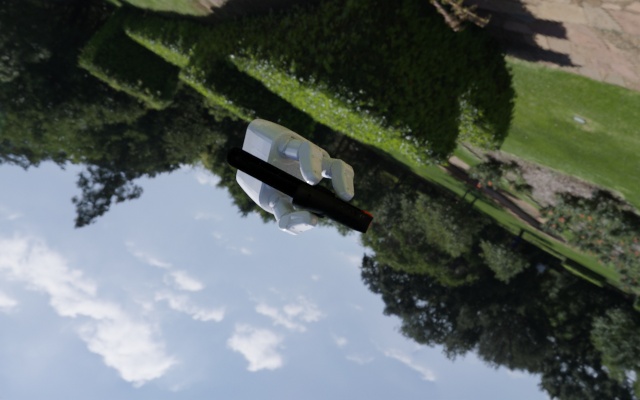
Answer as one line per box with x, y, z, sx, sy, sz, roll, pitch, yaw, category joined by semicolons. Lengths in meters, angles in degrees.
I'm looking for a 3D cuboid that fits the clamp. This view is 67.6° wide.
0.000;0.003;0.586;0.210;0.036;0.164;26;4;-35;clamp
